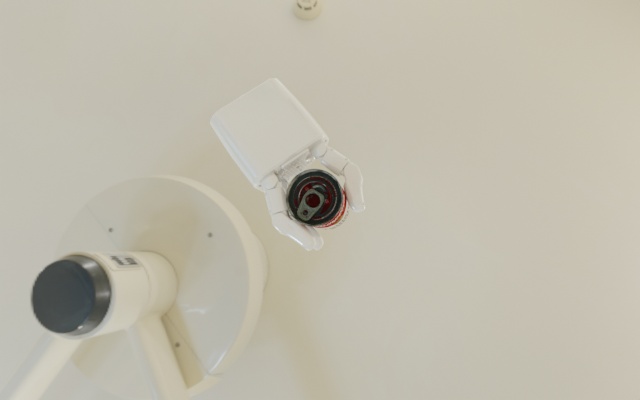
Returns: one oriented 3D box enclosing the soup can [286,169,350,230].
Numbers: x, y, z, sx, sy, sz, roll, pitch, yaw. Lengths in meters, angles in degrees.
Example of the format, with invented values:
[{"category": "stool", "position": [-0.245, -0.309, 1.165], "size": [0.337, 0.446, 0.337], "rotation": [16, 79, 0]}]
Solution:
[{"category": "soup can", "position": [0.001, 0.002, 0.605], "size": [0.068, 0.068, 0.102], "rotation": [0, -6, 9]}]
